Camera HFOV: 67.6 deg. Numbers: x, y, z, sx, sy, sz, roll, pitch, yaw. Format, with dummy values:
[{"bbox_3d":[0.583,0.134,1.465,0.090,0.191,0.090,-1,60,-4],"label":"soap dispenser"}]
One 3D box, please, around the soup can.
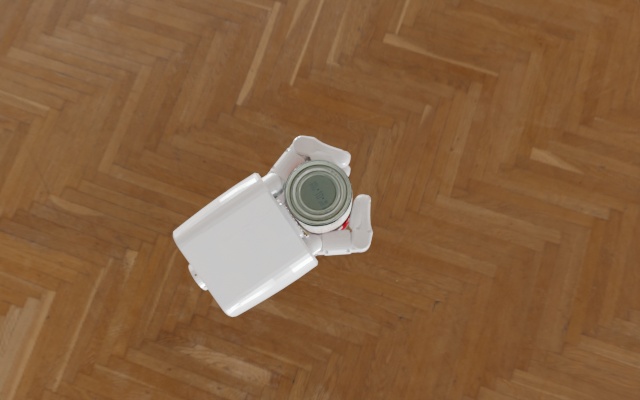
[{"bbox_3d":[0.001,0.001,0.506,0.068,0.068,0.102,0,-11,3],"label":"soup can"}]
